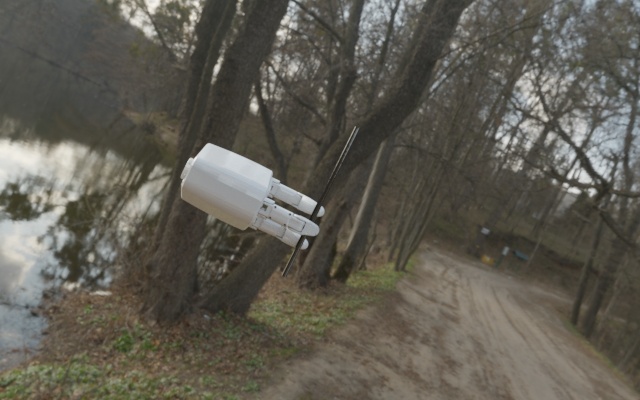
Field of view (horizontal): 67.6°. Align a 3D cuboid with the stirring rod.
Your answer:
[{"bbox_3d":[0.000,0.002,0.692,0.011,0.239,0.011,26,1,0],"label":"stirring rod"}]
